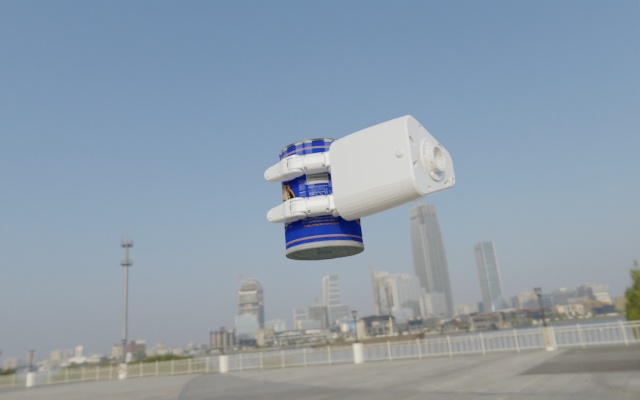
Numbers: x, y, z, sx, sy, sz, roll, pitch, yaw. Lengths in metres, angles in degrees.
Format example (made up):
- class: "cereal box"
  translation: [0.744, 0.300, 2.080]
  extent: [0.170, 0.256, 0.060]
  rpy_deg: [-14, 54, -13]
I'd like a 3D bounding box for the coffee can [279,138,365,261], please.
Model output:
- class: "coffee can"
  translation: [0.000, 0.002, 0.635]
  extent: [0.103, 0.140, 0.103]
  rpy_deg: [-5, -16, -1]
